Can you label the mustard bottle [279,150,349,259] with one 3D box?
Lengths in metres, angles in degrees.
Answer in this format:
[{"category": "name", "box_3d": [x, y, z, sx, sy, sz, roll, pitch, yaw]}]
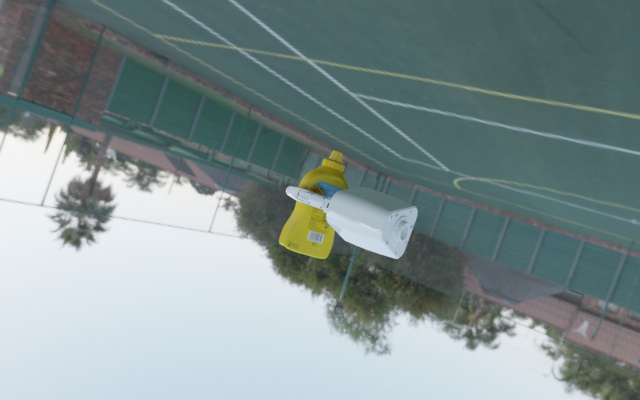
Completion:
[{"category": "mustard bottle", "box_3d": [0.000, 0.003, 0.856, 0.096, 0.191, 0.058, 19, 1, -31]}]
